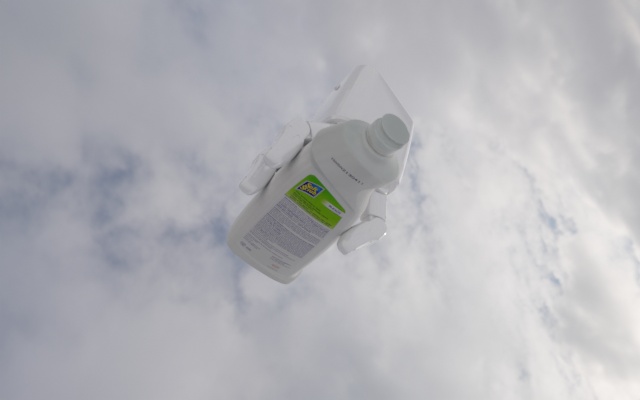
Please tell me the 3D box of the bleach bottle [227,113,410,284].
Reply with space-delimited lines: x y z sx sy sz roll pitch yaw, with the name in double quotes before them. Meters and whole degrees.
"bleach bottle" 0.000 0.002 0.470 0.102 0.068 0.251 34 -41 -15
